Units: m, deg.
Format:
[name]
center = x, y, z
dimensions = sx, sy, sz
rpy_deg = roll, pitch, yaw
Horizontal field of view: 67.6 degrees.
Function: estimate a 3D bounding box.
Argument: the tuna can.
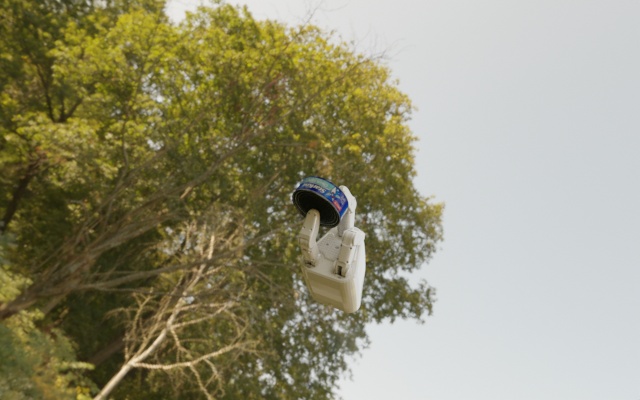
[tuna can]
center = 0.000, 0.002, 0.743
dimensions = 0.086, 0.033, 0.086
rpy_deg = 25, -31, 16
